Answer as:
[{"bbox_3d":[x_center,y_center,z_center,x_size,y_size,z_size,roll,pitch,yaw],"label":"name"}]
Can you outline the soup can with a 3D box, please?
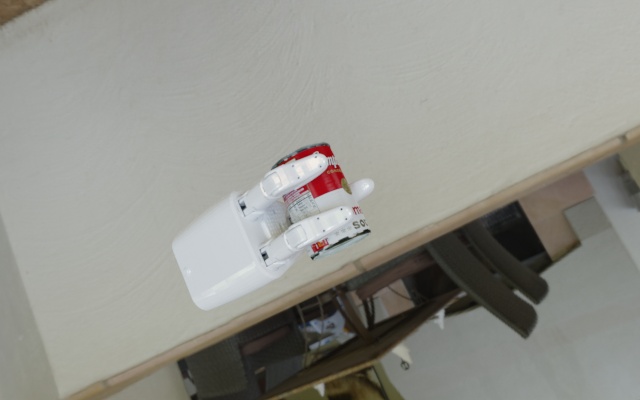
[{"bbox_3d":[0.001,0.002,0.485,0.068,0.102,0.068,-24,-11,-5],"label":"soup can"}]
